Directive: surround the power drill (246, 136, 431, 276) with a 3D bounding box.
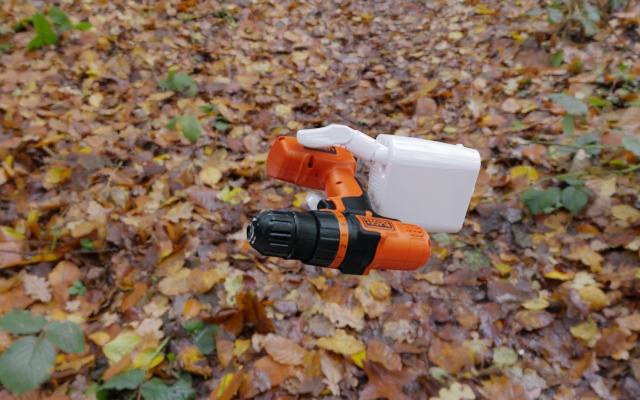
[{"bbox_3d":[0.000,0.001,0.493,0.184,0.057,0.187,10,30,-27],"label":"power drill"}]
